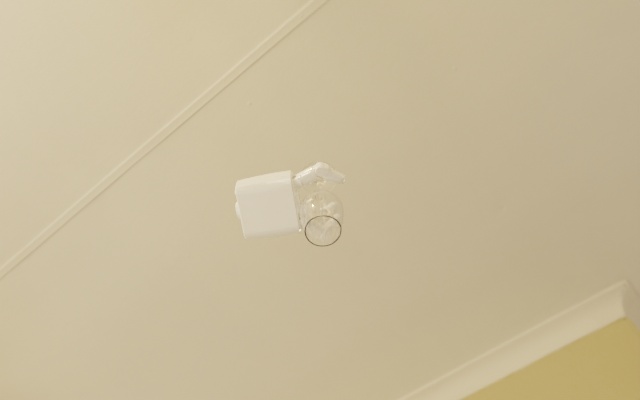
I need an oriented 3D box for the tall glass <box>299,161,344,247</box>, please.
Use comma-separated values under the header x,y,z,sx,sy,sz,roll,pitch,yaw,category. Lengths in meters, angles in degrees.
x,y,z,sx,sy,sz,roll,pitch,yaw,category
0.000,0.002,0.874,0.079,0.079,0.201,0,29,-3,tall glass
